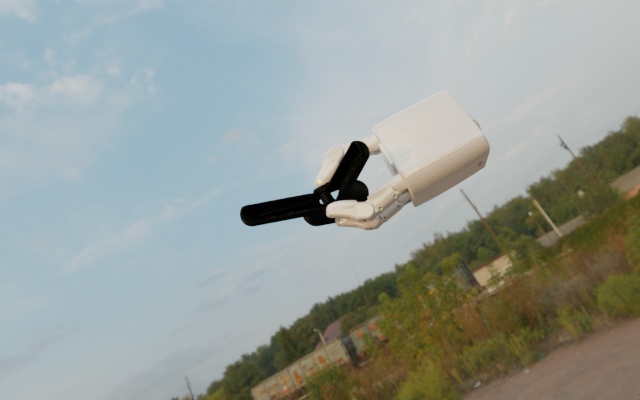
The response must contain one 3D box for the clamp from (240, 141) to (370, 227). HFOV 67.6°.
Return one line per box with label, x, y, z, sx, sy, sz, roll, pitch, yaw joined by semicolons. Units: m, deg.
clamp;0.000;0.001;0.609;0.164;0.036;0.210;-27;-18;6
